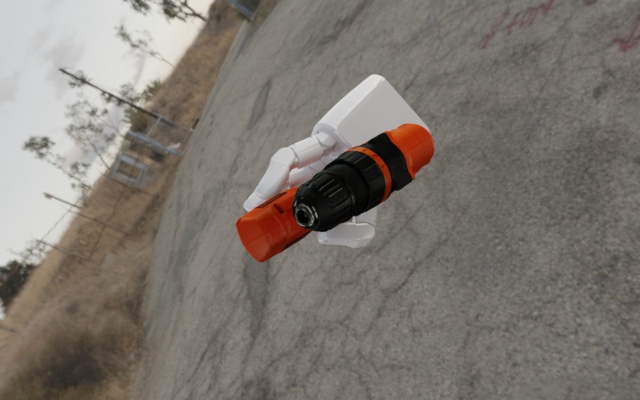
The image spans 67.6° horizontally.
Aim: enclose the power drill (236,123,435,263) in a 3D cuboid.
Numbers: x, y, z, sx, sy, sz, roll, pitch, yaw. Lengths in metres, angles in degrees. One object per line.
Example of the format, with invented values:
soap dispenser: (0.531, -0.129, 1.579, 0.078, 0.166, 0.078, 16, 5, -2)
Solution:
power drill: (0.000, 0.001, 0.450, 0.188, 0.057, 0.184, -27, 2, 45)
